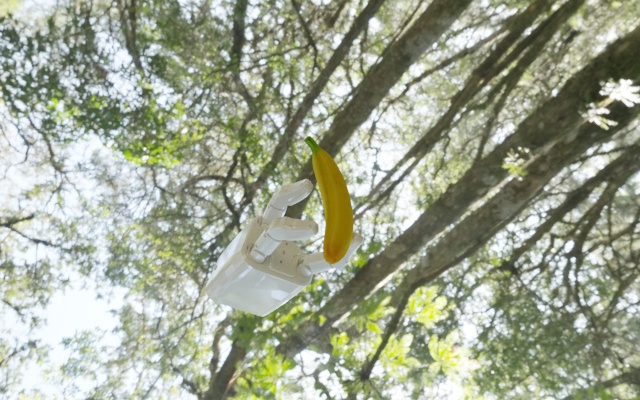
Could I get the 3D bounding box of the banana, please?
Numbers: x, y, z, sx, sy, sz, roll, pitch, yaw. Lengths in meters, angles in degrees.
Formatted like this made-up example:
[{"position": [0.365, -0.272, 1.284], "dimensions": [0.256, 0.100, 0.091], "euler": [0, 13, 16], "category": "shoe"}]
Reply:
[{"position": [0.013, 0.005, 0.624], "dimensions": [0.070, 0.197, 0.037], "euler": [23, -49, -38], "category": "banana"}]
